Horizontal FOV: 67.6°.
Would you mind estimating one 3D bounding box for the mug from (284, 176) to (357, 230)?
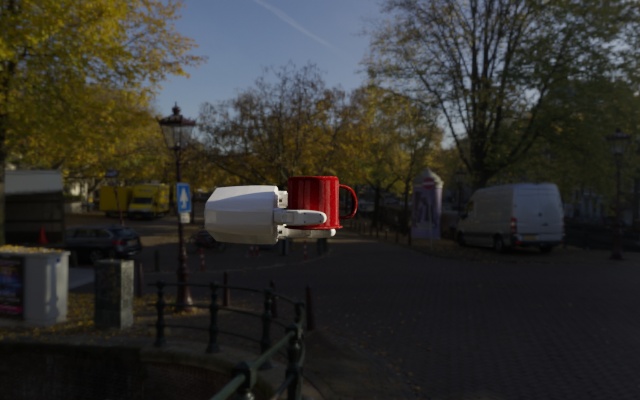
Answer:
[{"bbox_3d":[0.002,0.002,0.761,0.117,0.081,0.093,0,2,-2],"label":"mug"}]
